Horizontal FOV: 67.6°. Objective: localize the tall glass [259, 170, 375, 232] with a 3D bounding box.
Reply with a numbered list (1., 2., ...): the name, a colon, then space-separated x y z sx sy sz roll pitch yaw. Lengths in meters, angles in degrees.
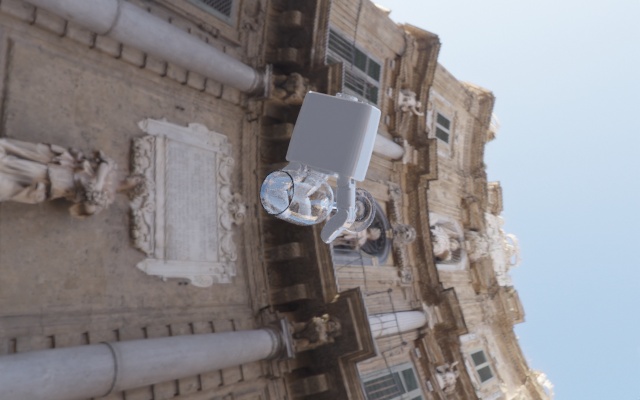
1. tall glass: 0.001 0.003 0.711 0.079 0.079 0.201 0 -7 37
